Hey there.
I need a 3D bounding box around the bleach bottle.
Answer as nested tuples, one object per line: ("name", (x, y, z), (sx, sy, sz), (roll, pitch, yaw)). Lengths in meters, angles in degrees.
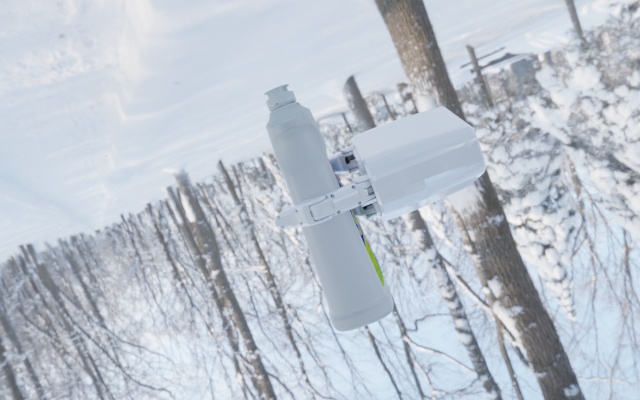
("bleach bottle", (0.000, 0.002, 0.501), (0.068, 0.251, 0.102), (-21, 8, 4))
